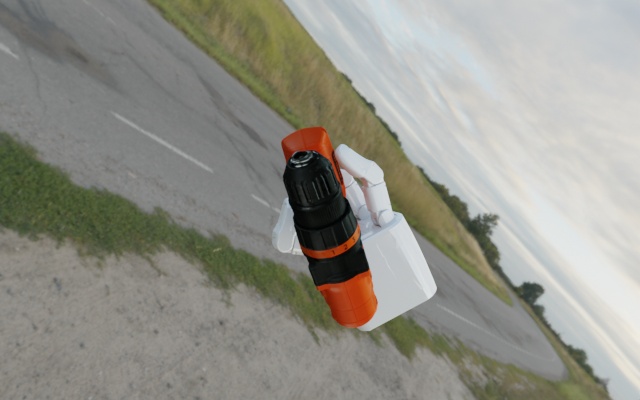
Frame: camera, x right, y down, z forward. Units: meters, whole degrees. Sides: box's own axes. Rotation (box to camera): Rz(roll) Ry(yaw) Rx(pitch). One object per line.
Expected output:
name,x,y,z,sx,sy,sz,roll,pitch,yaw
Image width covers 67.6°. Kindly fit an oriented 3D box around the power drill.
power drill,0.000,0.001,0.461,0.057,0.185,0.187,-15,34,2
